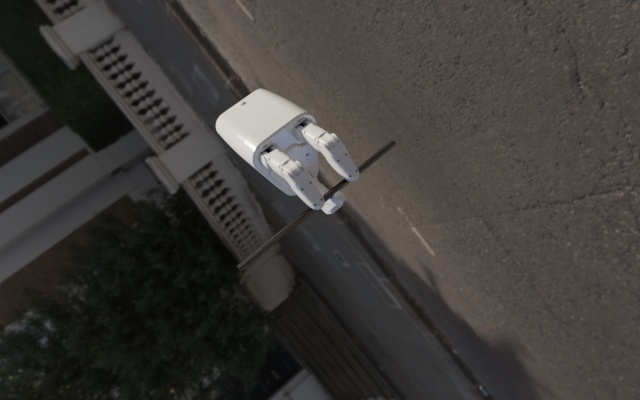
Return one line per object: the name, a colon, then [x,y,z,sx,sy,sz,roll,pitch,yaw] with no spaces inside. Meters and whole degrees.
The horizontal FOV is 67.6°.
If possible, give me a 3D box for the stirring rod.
stirring rod: [0.000,0.002,0.555,0.239,0.011,0.011,-39,12,-15]
